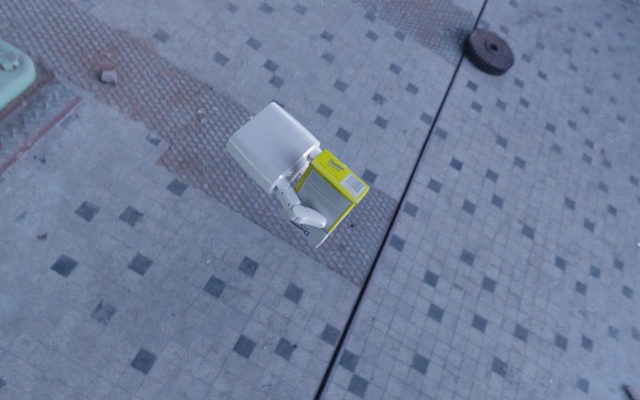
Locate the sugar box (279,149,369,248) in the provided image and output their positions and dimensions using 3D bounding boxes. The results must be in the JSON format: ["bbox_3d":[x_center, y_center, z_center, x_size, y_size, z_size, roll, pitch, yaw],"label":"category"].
[{"bbox_3d":[0.000,0.002,0.778,0.048,0.093,0.176,-45,-4,-33],"label":"sugar box"}]
